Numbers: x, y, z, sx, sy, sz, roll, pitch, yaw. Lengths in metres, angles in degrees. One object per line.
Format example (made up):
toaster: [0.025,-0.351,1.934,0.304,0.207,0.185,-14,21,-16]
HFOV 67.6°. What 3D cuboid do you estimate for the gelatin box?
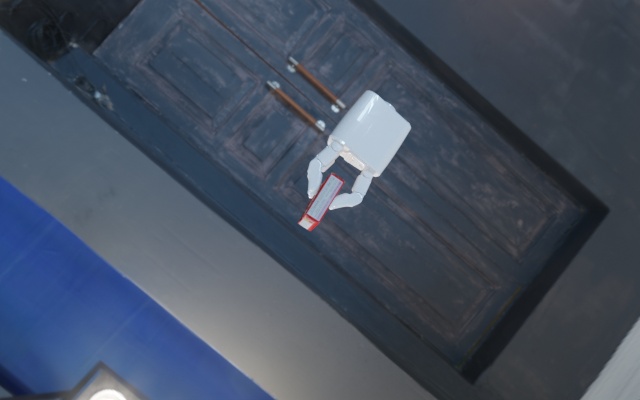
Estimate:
gelatin box: [0.000,0.003,0.811,0.030,0.089,0.073,33,-18,-4]
